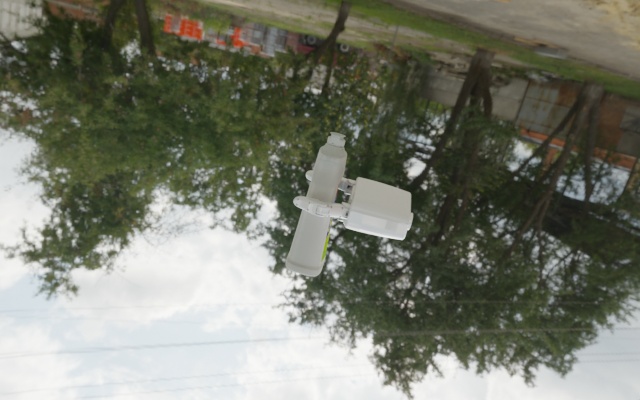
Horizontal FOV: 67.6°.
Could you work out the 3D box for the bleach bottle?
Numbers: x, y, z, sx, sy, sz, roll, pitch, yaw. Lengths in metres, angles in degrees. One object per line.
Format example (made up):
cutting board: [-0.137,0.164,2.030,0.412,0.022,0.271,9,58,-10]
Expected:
bleach bottle: [0.000,0.003,0.863,0.068,0.251,0.102,15,16,4]
